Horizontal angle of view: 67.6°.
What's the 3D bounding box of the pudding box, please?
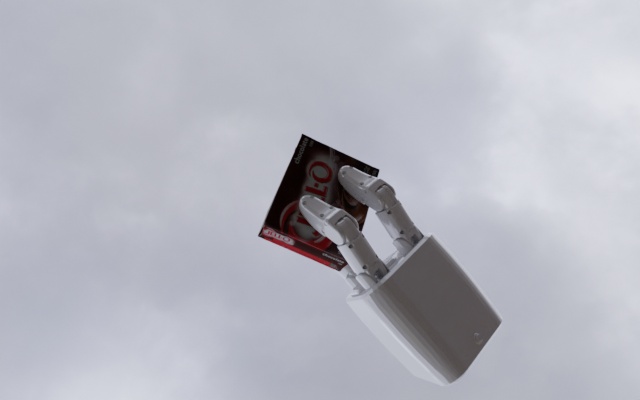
[{"bbox_3d":[0.000,0.002,0.473,0.090,0.113,0.039,25,-32,-9],"label":"pudding box"}]
